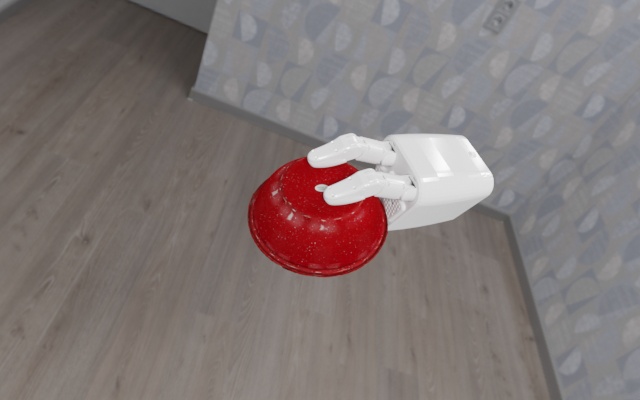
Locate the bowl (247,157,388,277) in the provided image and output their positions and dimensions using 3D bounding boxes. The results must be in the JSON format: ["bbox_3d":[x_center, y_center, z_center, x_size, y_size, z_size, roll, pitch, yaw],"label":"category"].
[{"bbox_3d":[-0.001,0.002,0.527,0.162,0.162,0.055,0,-39,-7],"label":"bowl"}]
